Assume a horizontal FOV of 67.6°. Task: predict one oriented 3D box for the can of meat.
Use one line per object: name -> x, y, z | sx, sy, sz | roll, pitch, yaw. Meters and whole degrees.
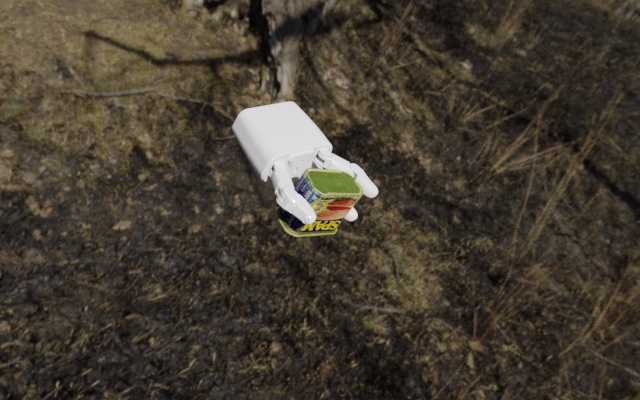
can of meat -> 0.000, 0.002, 0.683 | 0.102, 0.057, 0.084 | 1, -44, -43
